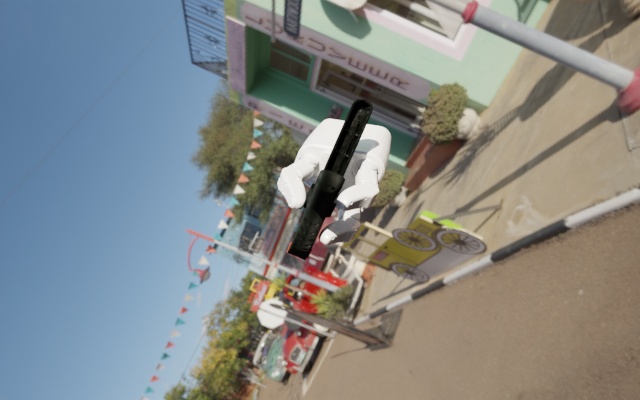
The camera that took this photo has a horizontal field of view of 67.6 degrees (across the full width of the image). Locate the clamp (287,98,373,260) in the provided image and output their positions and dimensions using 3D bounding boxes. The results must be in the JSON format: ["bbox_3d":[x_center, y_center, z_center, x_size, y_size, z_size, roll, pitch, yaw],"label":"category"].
[{"bbox_3d":[-0.001,0.002,0.544,0.036,0.210,0.164,24,34,1],"label":"clamp"}]
